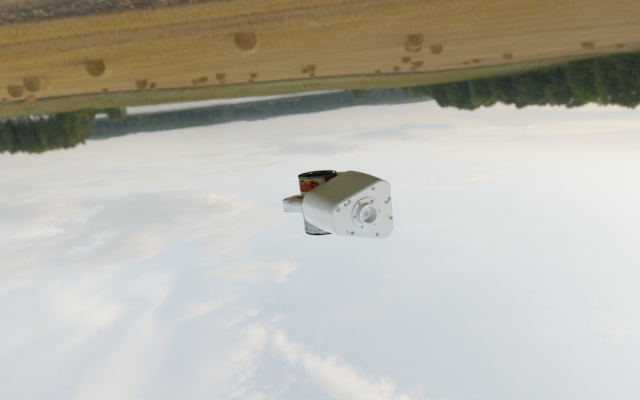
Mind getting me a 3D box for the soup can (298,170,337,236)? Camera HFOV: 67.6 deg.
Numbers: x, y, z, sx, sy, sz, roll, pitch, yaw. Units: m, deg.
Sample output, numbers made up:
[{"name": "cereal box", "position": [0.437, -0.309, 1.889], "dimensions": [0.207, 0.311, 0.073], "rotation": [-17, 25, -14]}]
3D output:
[{"name": "soup can", "position": [0.000, 0.003, 0.827], "dimensions": [0.068, 0.102, 0.068], "rotation": [-6, 13, 1]}]
